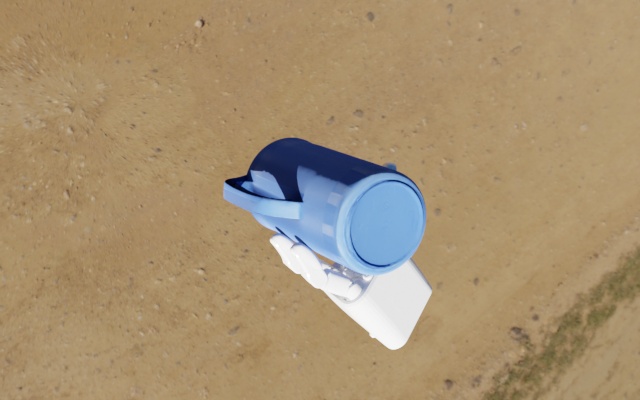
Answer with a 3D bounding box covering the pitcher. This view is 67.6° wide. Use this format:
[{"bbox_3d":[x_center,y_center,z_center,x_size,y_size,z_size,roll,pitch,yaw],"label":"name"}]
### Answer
[{"bbox_3d":[0.000,0.002,0.563,0.149,0.145,0.242,-44,27,-12],"label":"pitcher"}]
